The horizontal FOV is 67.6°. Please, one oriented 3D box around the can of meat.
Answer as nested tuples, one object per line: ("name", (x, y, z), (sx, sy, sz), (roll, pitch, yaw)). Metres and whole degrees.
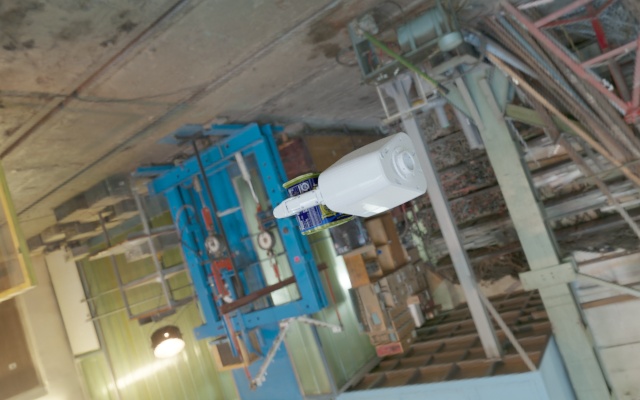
("can of meat", (0.000, 0.003, 0.740), (0.057, 0.084, 0.102), (-23, -6, 36))
